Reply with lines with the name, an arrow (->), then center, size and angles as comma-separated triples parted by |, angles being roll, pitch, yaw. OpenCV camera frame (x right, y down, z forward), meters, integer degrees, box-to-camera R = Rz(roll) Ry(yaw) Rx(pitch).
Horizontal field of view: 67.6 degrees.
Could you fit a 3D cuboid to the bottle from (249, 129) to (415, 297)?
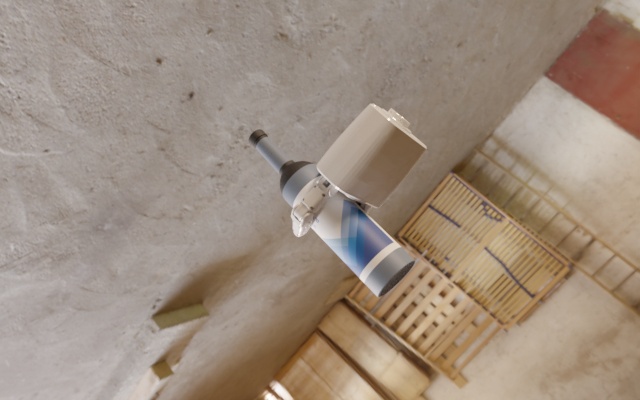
bottle -> 0.000, 0.002, 0.656 | 0.295, 0.069, 0.069 | 45, 20, 21
